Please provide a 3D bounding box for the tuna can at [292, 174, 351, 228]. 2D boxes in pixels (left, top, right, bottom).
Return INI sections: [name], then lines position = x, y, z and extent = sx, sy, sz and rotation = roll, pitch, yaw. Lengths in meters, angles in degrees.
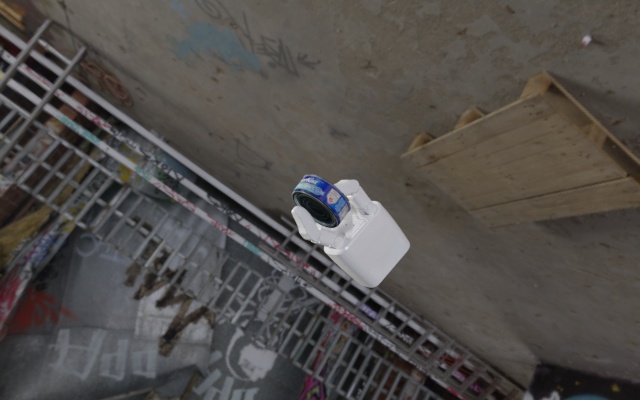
[tuna can]
position = 0.000, 0.003, 0.707
extent = 0.086, 0.033, 0.086
rotation = 31, -23, 15
